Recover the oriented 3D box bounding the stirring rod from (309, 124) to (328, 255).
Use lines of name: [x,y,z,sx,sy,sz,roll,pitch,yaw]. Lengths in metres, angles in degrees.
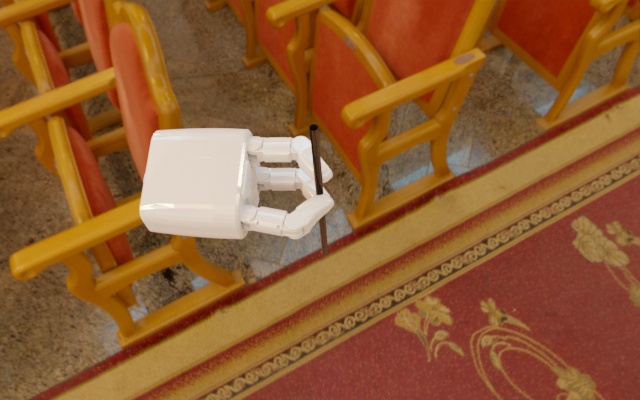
stirring rod: [0.000,0.002,0.521,0.011,0.011,0.240,0,-33,3]
